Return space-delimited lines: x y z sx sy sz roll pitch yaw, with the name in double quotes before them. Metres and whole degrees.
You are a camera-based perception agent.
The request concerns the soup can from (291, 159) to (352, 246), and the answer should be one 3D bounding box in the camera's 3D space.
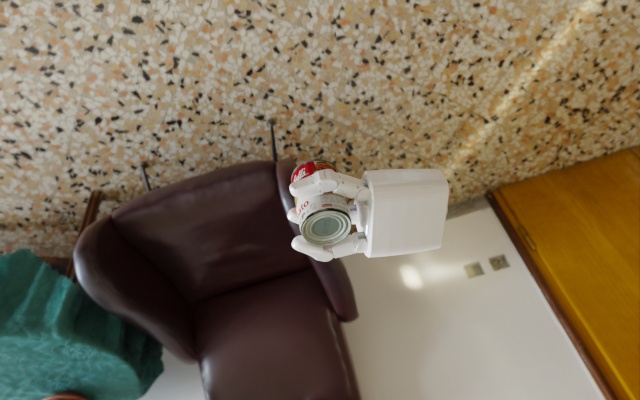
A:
"soup can" 0.000 0.002 0.638 0.068 0.069 0.102 0 43 -12
